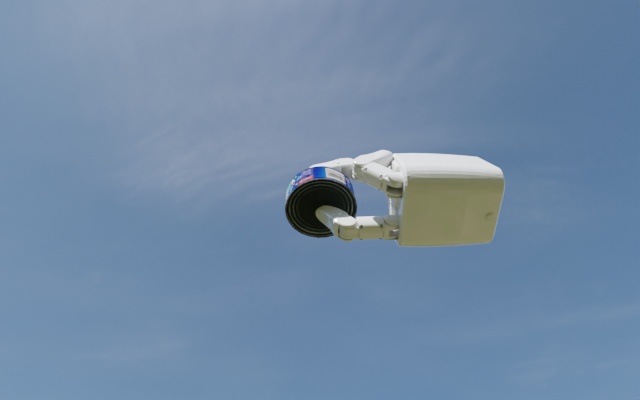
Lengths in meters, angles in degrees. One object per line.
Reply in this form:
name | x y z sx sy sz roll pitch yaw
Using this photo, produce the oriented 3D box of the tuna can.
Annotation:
tuna can | 0.000 0.002 0.579 0.086 0.086 0.033 0 34 -3
